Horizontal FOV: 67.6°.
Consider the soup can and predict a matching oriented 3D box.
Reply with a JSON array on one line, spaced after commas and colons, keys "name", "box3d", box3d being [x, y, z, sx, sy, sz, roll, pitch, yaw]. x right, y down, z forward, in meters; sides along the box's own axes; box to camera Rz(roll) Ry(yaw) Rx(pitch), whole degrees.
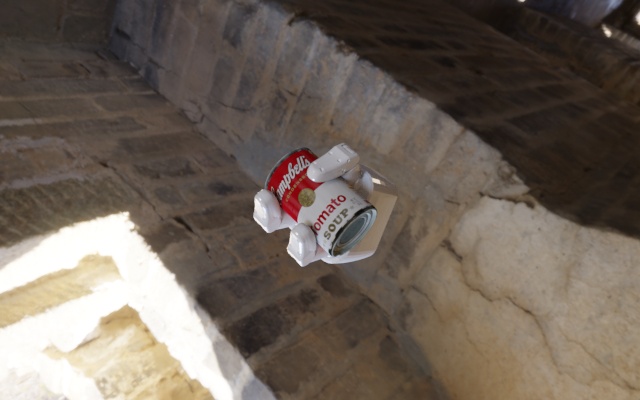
[{"name": "soup can", "box3d": [0.000, 0.002, 0.496, 0.102, 0.068, 0.068, 43, 20, 23]}]
